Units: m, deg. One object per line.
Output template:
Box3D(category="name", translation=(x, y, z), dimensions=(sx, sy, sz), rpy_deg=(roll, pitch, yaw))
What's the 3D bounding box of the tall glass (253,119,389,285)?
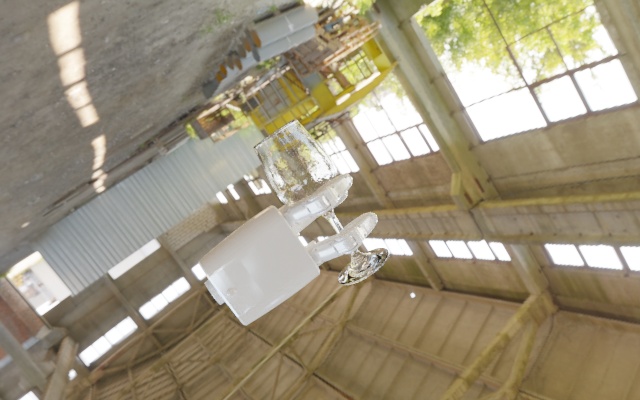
Box3D(category="tall glass", translation=(0.001, 0.002, 0.580), dimensions=(0.079, 0.201, 0.079), rpy_deg=(-32, 12, 7))
